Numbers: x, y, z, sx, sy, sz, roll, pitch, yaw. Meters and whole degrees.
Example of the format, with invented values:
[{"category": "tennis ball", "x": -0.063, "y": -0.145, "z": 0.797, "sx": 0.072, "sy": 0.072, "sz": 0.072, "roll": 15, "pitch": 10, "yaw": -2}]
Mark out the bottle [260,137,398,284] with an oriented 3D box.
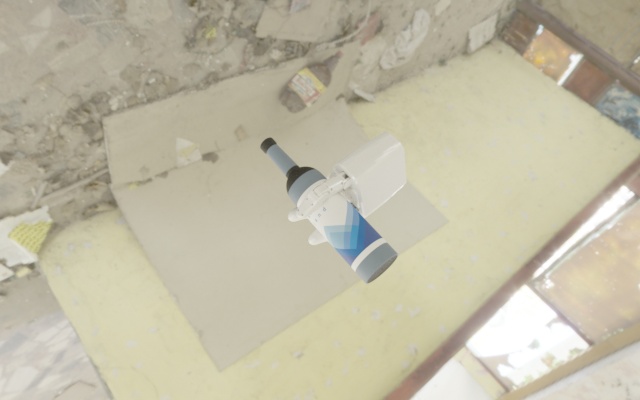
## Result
[{"category": "bottle", "x": 0.000, "y": 0.003, "z": 0.772, "sx": 0.295, "sy": 0.069, "sz": 0.069, "roll": 47, "pitch": 21, "yaw": 20}]
